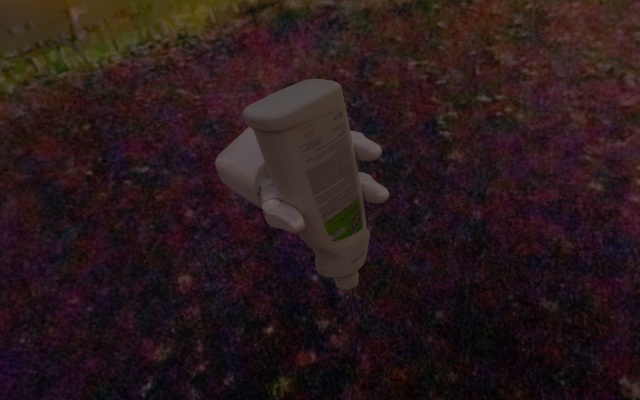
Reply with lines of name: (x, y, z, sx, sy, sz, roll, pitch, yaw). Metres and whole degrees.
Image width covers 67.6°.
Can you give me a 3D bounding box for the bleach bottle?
bleach bottle: (0.000, 0.002, 0.531, 0.102, 0.251, 0.068, -32, 34, -27)
